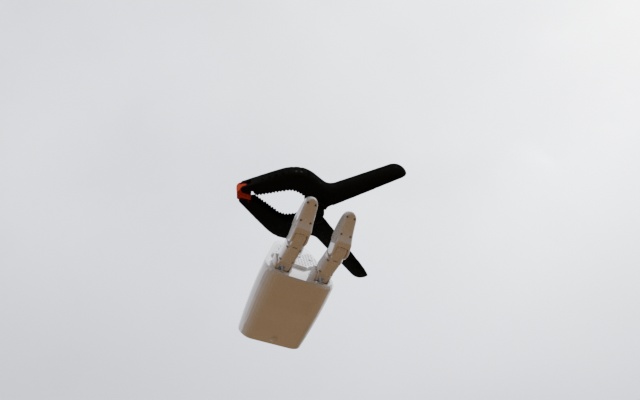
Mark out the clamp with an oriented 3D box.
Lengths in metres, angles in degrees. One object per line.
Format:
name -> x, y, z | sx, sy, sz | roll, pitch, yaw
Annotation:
clamp -> -0.001, 0.002, 0.609 | 0.210, 0.164, 0.036 | 20, 15, -18
